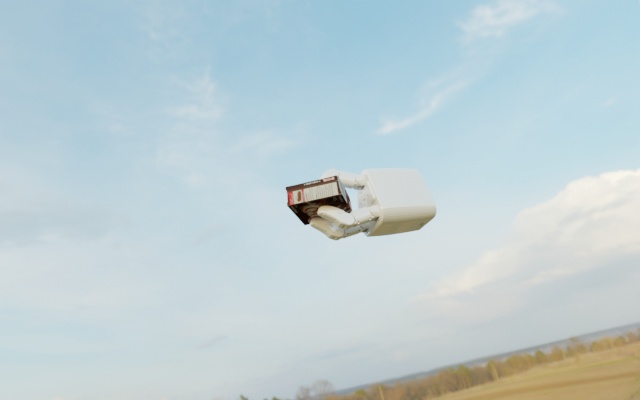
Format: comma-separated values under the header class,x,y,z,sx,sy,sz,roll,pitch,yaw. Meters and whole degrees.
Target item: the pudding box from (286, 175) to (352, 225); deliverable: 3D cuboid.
class,x,y,z,sx,sy,sz,roll,pitch,yaw
pudding box,0.000,0.002,0.795,0.090,0.039,0.113,-13,-24,9
